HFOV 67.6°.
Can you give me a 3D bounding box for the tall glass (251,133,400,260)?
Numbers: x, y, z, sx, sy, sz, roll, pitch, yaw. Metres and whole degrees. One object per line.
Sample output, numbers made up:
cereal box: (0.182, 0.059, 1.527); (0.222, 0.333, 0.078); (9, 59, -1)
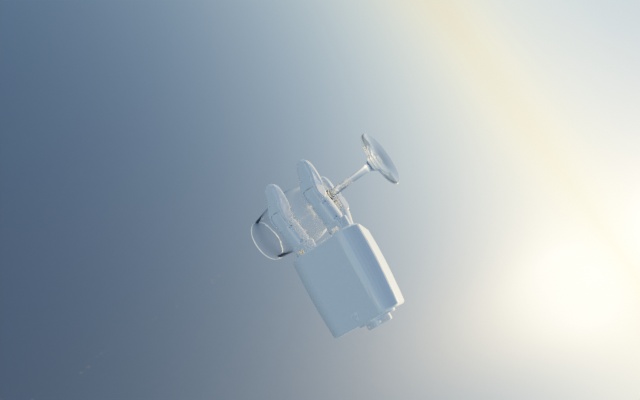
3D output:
tall glass: (0.001, 0.002, 0.621); (0.201, 0.079, 0.079); (-36, -16, 24)
